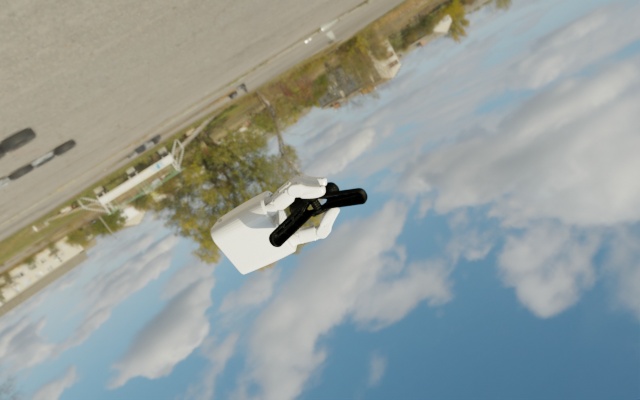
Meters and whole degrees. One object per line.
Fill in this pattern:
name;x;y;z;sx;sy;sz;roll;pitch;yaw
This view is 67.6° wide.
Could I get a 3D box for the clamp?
clamp;0.000;0.003;0.805;0.164;0.036;0.210;-25;14;10
